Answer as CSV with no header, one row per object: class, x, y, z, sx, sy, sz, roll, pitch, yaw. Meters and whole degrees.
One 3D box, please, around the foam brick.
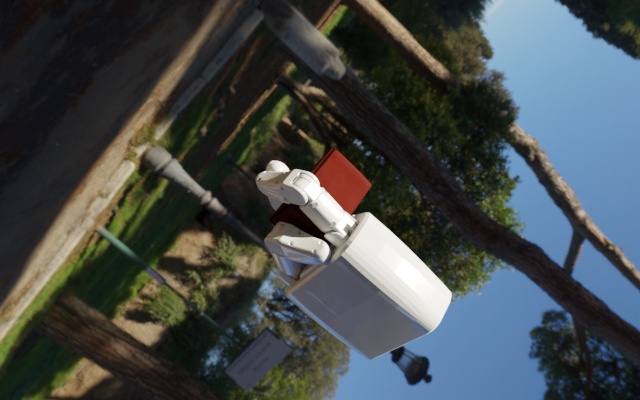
foam brick,0.000,0.001,0.443,0.051,0.078,0.053,41,-31,-6
